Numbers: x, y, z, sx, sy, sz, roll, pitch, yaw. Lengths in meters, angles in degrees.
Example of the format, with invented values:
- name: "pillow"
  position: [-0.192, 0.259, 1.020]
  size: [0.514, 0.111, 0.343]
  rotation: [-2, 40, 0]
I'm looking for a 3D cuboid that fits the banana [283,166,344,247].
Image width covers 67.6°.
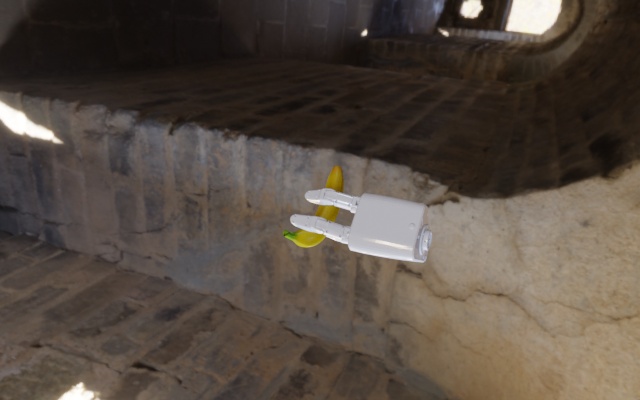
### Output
- name: "banana"
  position: [0.003, 0.019, 0.842]
  size: [0.037, 0.070, 0.197]
  rotation: [5, 41, 30]
